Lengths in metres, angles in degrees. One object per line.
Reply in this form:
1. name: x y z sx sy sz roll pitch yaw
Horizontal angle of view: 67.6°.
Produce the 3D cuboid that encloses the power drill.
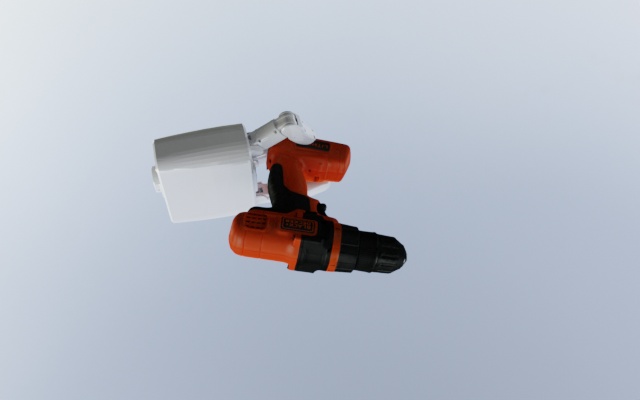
1. power drill: 0.000 0.001 0.543 0.184 0.057 0.187 10 38 -7
